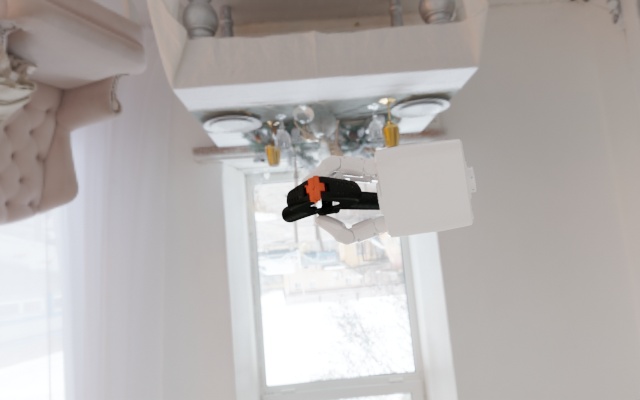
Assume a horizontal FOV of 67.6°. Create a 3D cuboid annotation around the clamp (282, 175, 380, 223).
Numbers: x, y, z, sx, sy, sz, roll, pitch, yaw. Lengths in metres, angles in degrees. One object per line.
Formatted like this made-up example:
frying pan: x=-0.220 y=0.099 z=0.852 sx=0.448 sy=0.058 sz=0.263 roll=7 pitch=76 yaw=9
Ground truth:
clamp: x=0.000 y=0.003 z=0.633 sx=0.164 sy=0.036 sz=0.210 roll=-10 pitch=-9 yaw=15
